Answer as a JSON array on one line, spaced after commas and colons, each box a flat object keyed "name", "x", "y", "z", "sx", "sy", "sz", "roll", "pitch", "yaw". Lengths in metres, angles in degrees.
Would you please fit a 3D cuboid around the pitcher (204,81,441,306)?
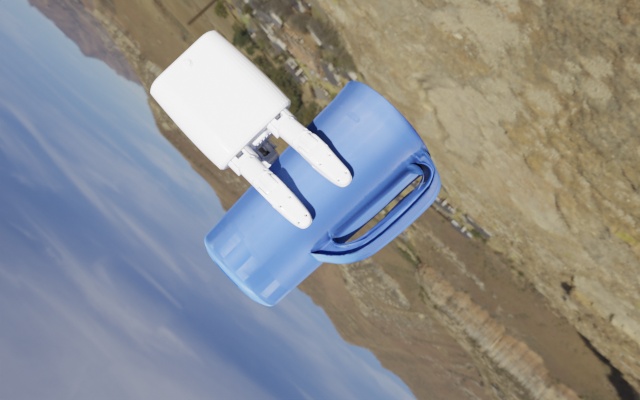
[{"name": "pitcher", "x": 0.000, "y": 0.002, "z": 0.519, "sx": 0.243, "sy": 0.145, "sz": 0.149, "roll": -45, "pitch": 6, "yaw": -4}]
